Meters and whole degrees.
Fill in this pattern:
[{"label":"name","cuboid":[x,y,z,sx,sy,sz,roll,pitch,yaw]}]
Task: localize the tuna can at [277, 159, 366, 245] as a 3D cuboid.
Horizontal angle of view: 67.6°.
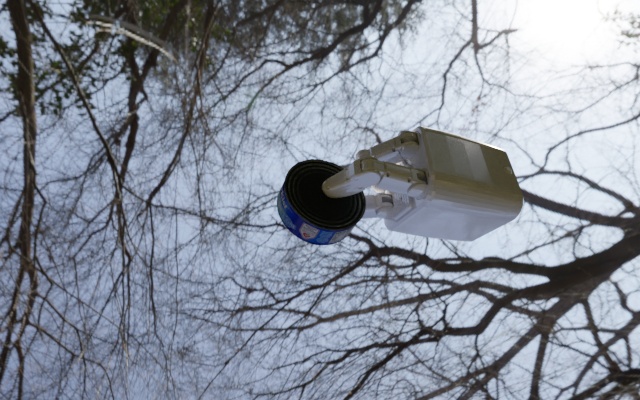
[{"label":"tuna can","cuboid":[0.000,0.002,0.481,0.086,0.086,0.034,0,-35,-25]}]
